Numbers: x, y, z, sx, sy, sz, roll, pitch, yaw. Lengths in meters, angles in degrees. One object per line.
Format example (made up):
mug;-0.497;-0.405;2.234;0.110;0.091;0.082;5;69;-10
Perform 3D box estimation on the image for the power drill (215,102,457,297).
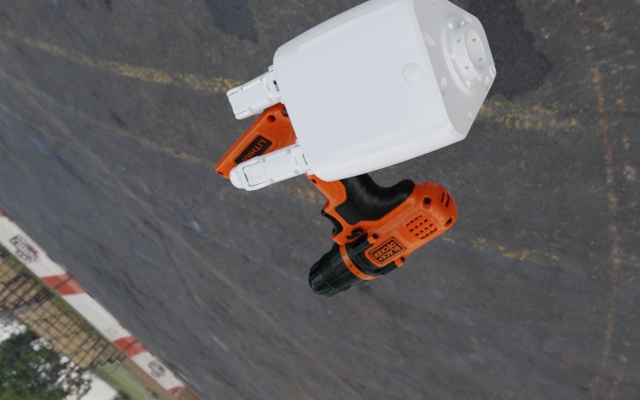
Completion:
power drill;0.000;0.001;0.441;0.184;0.188;0.057;-40;17;37
